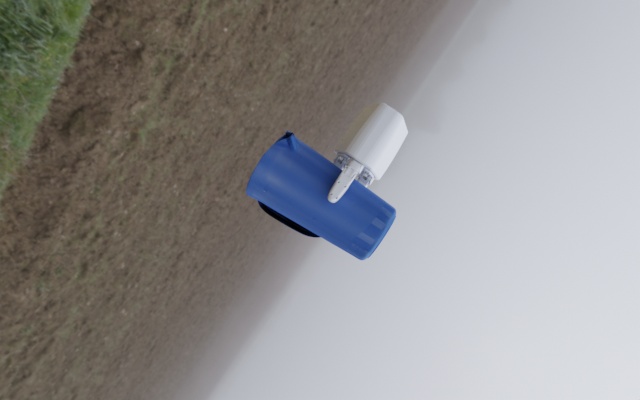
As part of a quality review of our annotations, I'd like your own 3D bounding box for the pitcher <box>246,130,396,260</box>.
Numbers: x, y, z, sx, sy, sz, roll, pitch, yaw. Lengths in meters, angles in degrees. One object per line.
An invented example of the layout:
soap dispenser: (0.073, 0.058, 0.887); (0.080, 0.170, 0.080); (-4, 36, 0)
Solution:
pitcher: (0.000, 0.003, 0.833); (0.243, 0.145, 0.149); (33, -1, 4)
